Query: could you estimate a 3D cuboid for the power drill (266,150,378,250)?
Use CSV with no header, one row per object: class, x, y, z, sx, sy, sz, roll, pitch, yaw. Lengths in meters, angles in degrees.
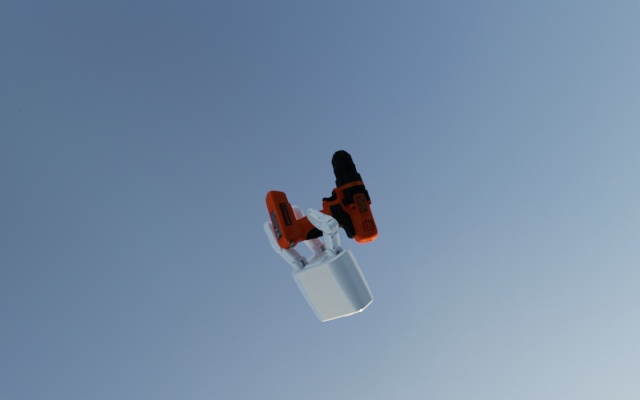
power drill,0.000,0.003,0.869,0.187,0.184,0.057,-12,-17,-20
